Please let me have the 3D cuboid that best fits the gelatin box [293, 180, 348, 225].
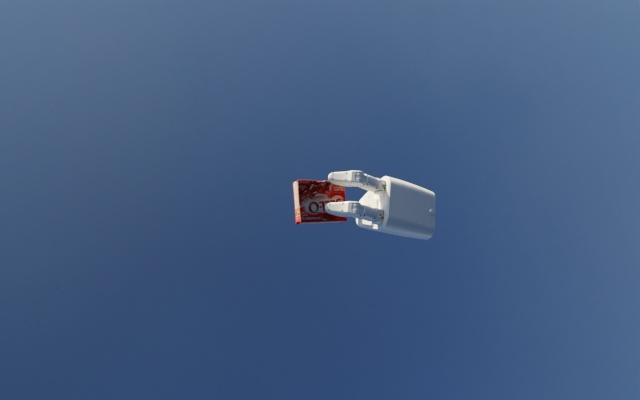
[{"bbox_3d":[0.000,0.003,0.819,0.089,0.073,0.030,0,-10,-23],"label":"gelatin box"}]
